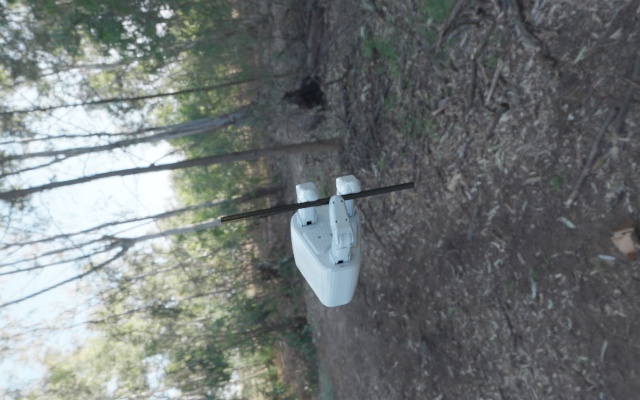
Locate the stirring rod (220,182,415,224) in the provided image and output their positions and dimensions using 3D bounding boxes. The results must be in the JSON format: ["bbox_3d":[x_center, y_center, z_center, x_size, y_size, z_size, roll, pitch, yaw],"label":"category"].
[{"bbox_3d":[0.000,0.002,0.579,0.239,0.011,0.011,-11,2,-10],"label":"stirring rod"}]
